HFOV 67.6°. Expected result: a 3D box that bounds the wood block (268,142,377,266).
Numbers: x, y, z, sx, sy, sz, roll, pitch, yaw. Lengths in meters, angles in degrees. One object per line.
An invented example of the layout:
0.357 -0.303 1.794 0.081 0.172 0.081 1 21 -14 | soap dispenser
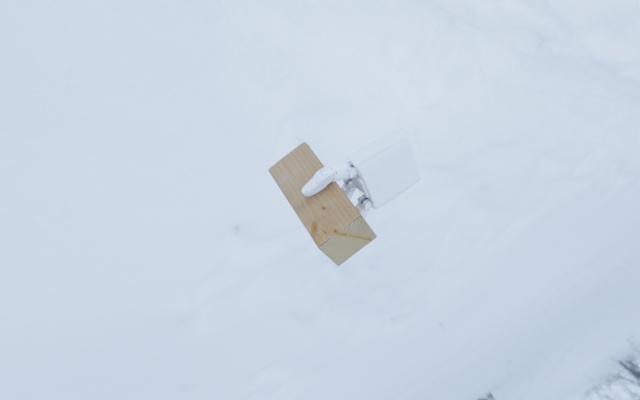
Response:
0.000 0.003 0.863 0.090 0.206 0.091 -37 -37 2 | wood block
